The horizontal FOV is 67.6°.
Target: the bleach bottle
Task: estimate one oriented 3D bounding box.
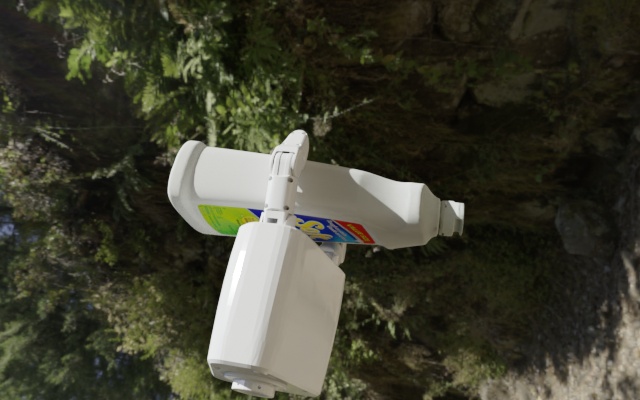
[{"bbox_3d":[0.000,0.001,0.433,0.251,0.068,0.103,5,-27,12],"label":"bleach bottle"}]
